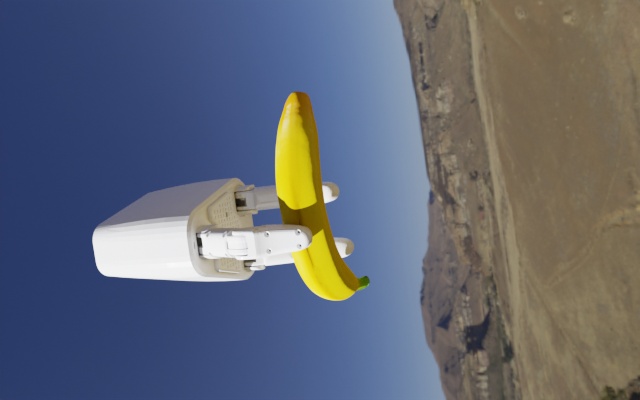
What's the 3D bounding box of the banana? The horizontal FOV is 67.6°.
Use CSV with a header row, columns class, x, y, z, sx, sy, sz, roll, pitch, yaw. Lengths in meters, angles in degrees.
class,x,y,z,sx,sy,sz,roll,pitch,yaw
banana,-0.005,0.014,0.392,0.037,0.198,0.069,-4,30,24
